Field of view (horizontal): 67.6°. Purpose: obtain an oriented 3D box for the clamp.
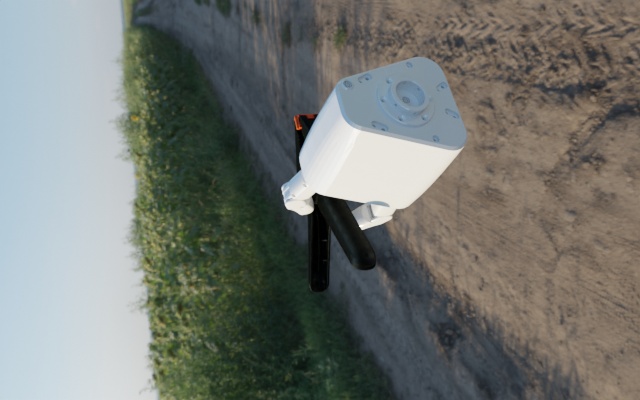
[{"bbox_3d":[-0.001,0.001,0.549,0.036,0.210,0.165,-6,-23,-21],"label":"clamp"}]
